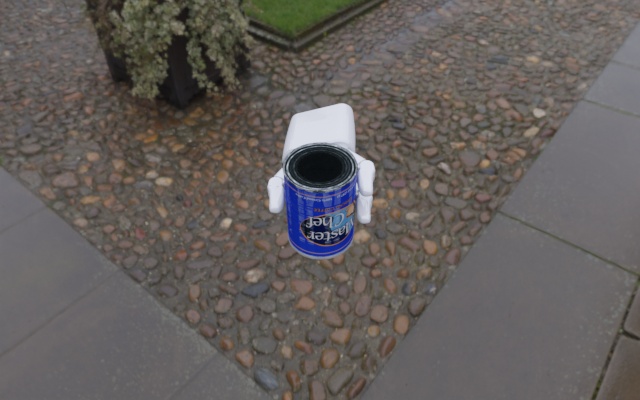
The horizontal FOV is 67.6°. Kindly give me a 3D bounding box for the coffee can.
[{"bbox_3d":[0.000,0.002,0.691,0.103,0.140,0.102,0,45,0],"label":"coffee can"}]
